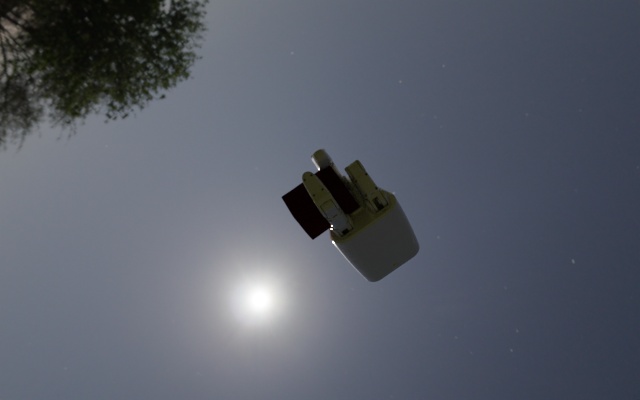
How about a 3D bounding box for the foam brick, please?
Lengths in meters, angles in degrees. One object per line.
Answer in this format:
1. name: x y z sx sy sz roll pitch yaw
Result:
1. foam brick: 0.000 0.002 0.621 0.078 0.051 0.053 -35 39 2
